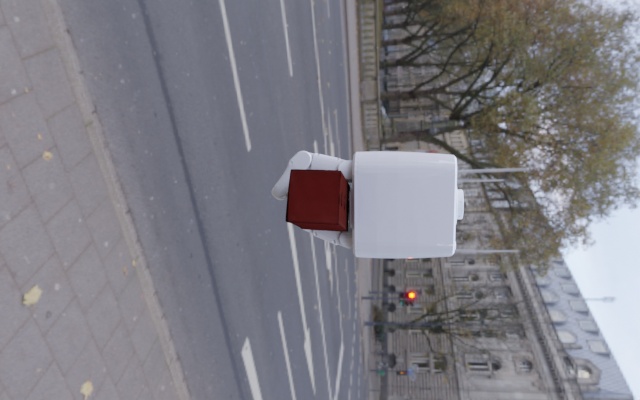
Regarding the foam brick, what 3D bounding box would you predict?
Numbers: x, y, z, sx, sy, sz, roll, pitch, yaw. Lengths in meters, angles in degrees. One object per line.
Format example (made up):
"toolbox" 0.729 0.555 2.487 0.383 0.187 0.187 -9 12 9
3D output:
"foam brick" 0.000 0.002 0.483 0.051 0.053 0.078 3 -8 10
